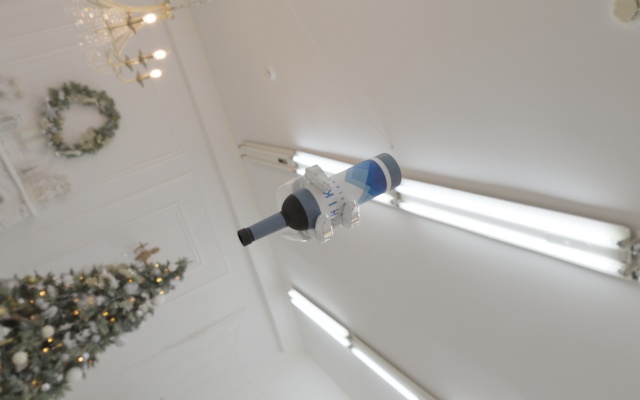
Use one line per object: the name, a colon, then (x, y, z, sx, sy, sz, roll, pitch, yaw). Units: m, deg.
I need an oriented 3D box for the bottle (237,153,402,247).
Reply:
bottle: (0.000, 0.002, 0.795, 0.295, 0.069, 0.069, -25, 10, -22)
